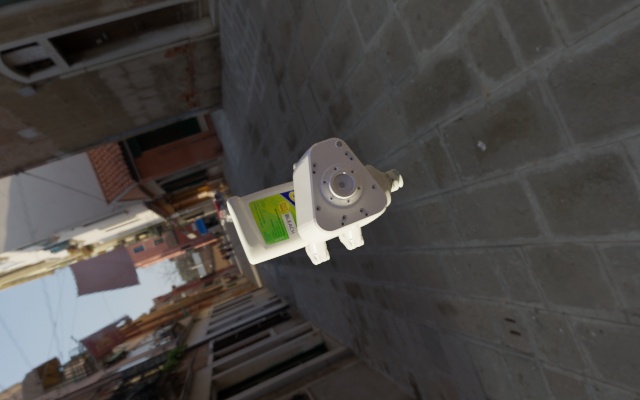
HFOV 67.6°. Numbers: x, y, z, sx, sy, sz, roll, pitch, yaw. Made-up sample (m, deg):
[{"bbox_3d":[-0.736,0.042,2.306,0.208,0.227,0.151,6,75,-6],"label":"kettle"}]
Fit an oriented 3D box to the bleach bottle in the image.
[{"bbox_3d":[0.000,0.002,0.694,0.251,0.102,0.068,-21,-6,-13],"label":"bleach bottle"}]
